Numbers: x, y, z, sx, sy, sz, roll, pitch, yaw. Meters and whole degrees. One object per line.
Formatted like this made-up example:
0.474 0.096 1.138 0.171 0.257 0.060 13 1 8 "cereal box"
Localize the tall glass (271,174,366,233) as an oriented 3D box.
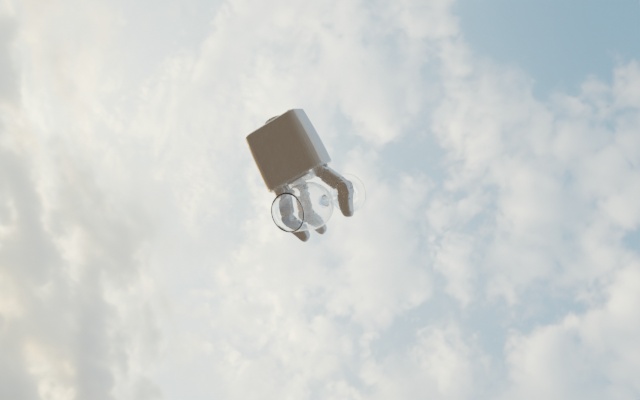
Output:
0.001 0.003 0.805 0.079 0.079 0.201 0 10 31 "tall glass"
